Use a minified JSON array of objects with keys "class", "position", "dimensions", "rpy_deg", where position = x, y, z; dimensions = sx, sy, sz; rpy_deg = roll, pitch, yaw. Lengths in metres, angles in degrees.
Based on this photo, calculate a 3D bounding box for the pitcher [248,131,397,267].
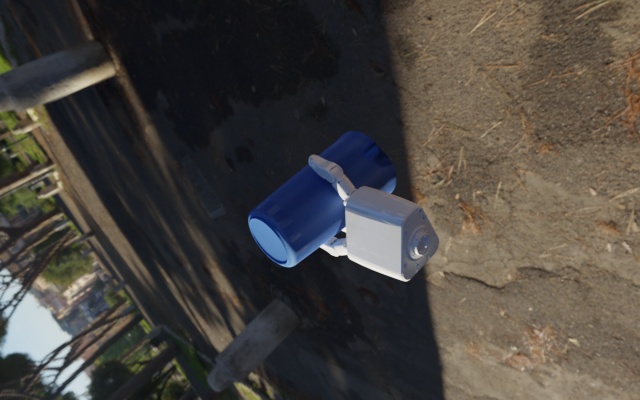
[{"class":"pitcher","position":[0.000,0.003,0.797],"dimensions":[0.242,0.149,0.145],"rpy_deg":[-38,39,-29]}]
